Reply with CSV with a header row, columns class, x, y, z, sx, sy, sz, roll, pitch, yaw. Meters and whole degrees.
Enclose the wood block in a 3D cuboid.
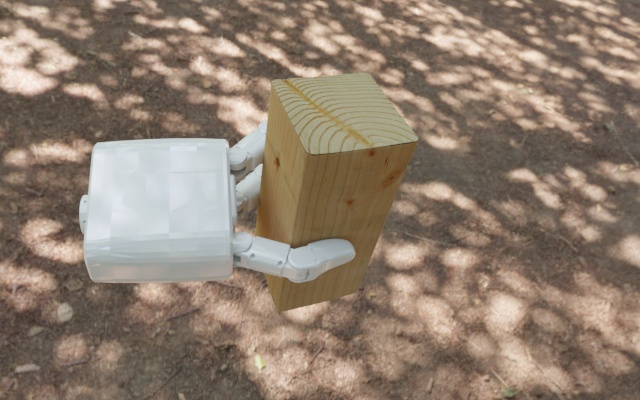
class,x,y,z,sx,sy,sz,roll,pitch,yaw
wood block,0.000,0.002,0.431,0.090,0.090,0.206,-10,-40,-21
